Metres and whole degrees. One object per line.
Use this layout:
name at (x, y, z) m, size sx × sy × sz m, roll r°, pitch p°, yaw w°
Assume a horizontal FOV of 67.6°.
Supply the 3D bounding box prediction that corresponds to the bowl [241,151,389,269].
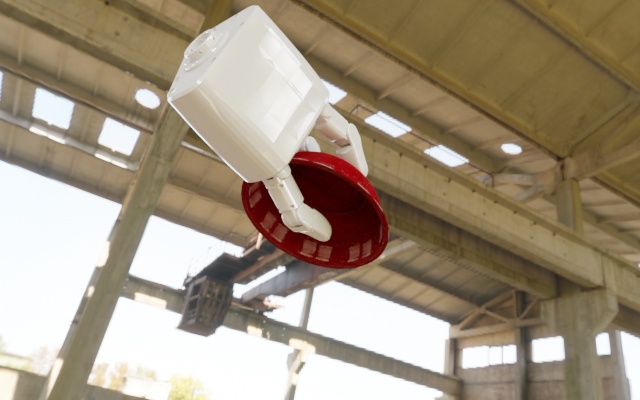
bowl at (0.001, 0.002, 0.509) m, size 0.162 × 0.162 × 0.055 m, roll 0°, pitch 43°, yaw 28°
